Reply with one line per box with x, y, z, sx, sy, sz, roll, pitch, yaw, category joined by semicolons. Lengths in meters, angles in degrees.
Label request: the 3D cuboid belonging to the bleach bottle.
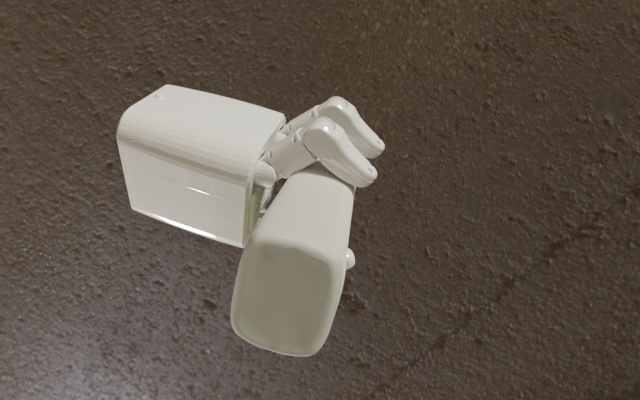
0.000;0.001;0.404;0.068;0.103;0.250;17;31;3;bleach bottle
